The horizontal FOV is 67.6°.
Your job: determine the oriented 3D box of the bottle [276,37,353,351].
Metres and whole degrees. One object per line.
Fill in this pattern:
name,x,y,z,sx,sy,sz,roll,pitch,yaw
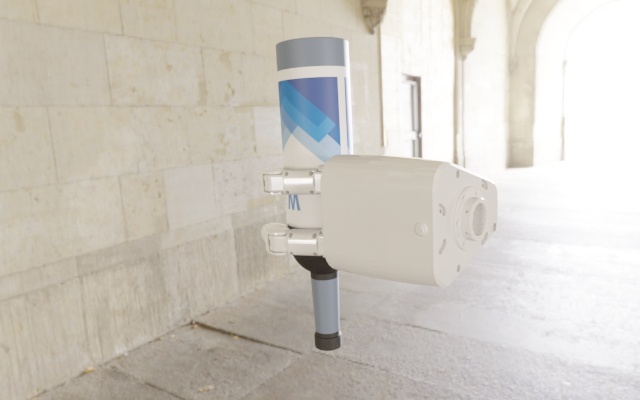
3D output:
bottle,0.000,0.001,0.460,0.069,0.296,0.069,-3,9,1
